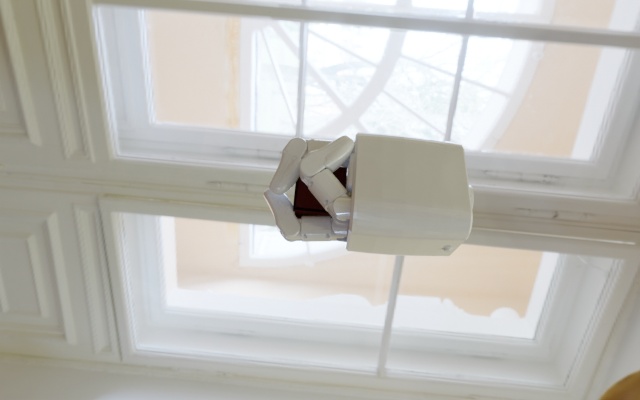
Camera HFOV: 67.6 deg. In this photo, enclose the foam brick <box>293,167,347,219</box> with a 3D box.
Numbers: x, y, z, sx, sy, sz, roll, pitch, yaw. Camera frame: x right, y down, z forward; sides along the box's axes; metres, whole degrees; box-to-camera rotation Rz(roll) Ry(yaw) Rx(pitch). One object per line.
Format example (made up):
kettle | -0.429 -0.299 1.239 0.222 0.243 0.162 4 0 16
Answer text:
foam brick | 0.000 0.002 0.511 0.051 0.053 0.078 4 -21 2
